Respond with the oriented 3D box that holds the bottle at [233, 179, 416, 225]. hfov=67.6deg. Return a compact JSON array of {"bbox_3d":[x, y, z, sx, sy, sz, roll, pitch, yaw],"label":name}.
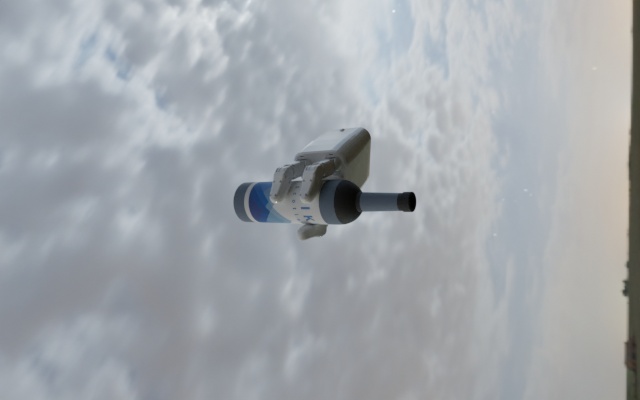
[{"bbox_3d":[0.000,0.002,0.717,0.295,0.069,0.069,0,0,33],"label":"bottle"}]
